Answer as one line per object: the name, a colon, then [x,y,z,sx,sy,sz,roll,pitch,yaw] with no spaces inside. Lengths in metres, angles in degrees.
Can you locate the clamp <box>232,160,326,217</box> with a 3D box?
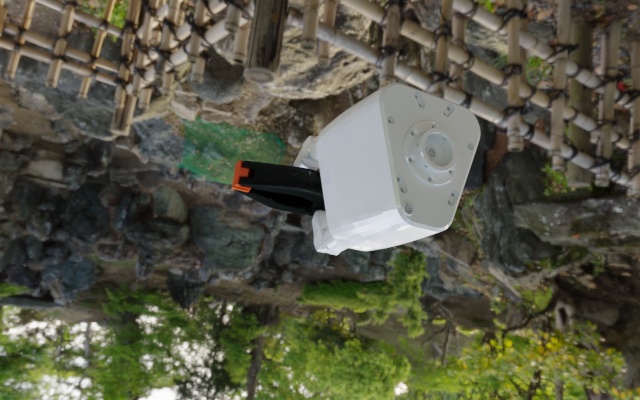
clamp: [0.000,0.002,0.533,0.210,0.036,0.164,13,-19,-22]
